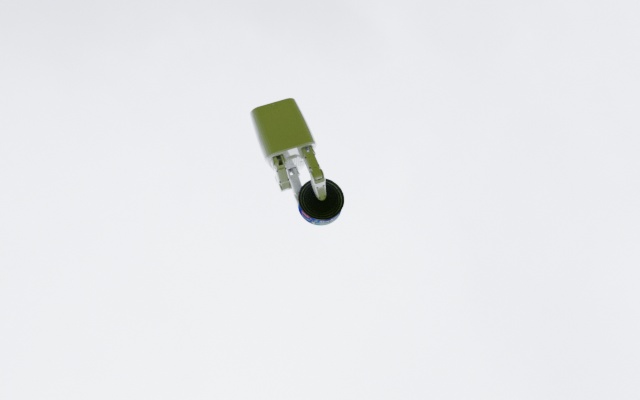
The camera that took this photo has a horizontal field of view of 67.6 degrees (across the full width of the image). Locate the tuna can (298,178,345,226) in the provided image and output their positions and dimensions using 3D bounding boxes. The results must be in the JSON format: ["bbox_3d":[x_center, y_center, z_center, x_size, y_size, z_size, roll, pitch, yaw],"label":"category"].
[{"bbox_3d":[0.000,0.003,0.884,0.086,0.086,0.034,0,-25,-7],"label":"tuna can"}]
